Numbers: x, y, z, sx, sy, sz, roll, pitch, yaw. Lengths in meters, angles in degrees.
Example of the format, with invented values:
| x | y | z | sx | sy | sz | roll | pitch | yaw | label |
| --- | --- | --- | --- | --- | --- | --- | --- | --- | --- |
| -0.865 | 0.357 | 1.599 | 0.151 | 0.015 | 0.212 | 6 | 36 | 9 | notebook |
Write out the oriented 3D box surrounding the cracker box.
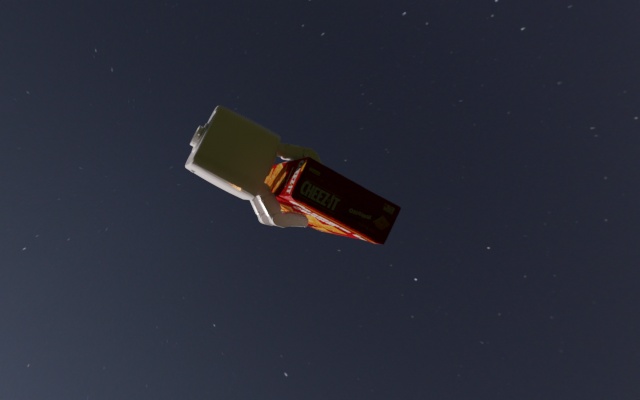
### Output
| x | y | z | sx | sy | sz | roll | pitch | yaw | label |
| --- | --- | --- | --- | --- | --- | --- | --- | --- | --- |
| 0.000 | 0.002 | 0.769 | 0.164 | 0.072 | 0.213 | 27 | -8 | -20 | cracker box |
